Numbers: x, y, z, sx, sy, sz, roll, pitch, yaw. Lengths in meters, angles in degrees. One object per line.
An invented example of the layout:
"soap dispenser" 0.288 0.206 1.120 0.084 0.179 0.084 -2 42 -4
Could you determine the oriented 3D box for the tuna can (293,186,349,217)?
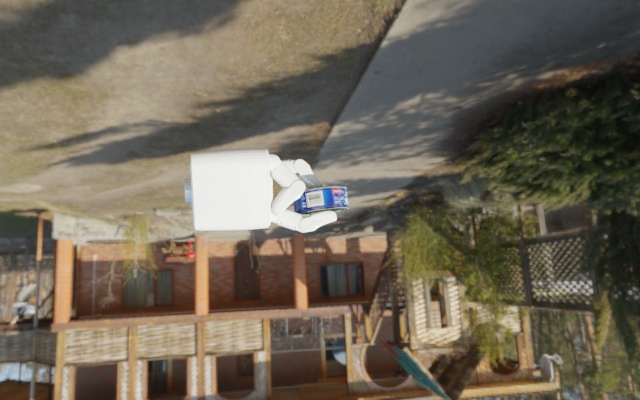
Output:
"tuna can" 0.000 0.003 0.734 0.086 0.033 0.086 -8 -8 -1
